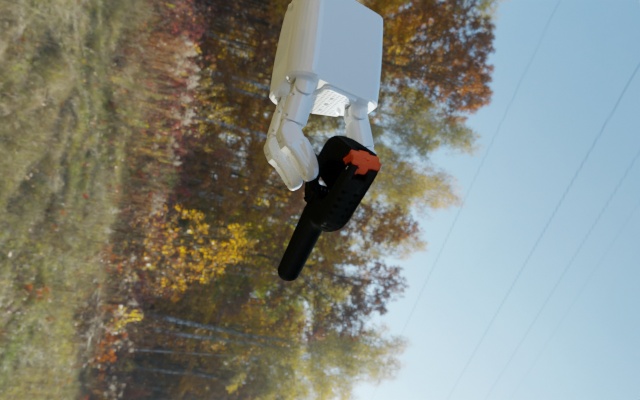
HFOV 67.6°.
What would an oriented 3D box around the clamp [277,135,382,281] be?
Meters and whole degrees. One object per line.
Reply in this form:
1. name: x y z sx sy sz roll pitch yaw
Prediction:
1. clamp: 0.001 0.001 0.490 0.036 0.164 0.210 11 -12 -18
